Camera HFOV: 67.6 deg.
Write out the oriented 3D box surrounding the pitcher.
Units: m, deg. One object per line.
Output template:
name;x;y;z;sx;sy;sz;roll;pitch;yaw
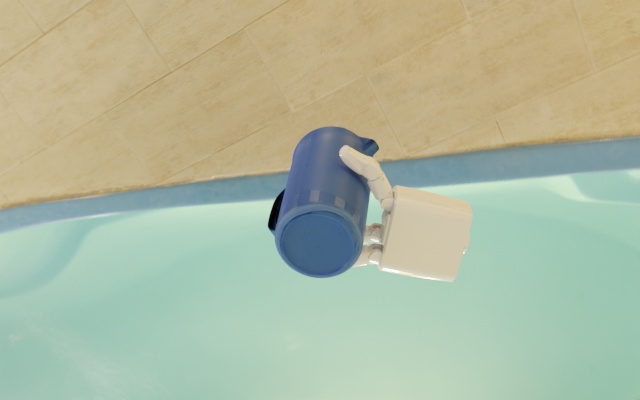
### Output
pitcher;0.000;0.002;0.674;0.145;0.149;0.242;13;29;0
